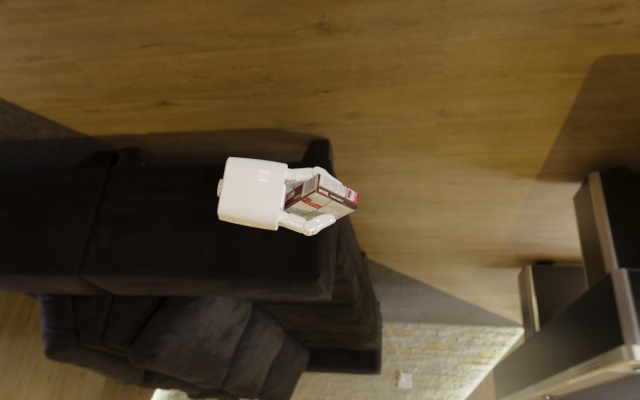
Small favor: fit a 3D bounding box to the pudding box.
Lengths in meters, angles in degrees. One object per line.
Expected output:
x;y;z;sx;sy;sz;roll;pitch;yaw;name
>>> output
0.000;0.003;0.849;0.090;0.039;0.113;24;-29;-26;pudding box
